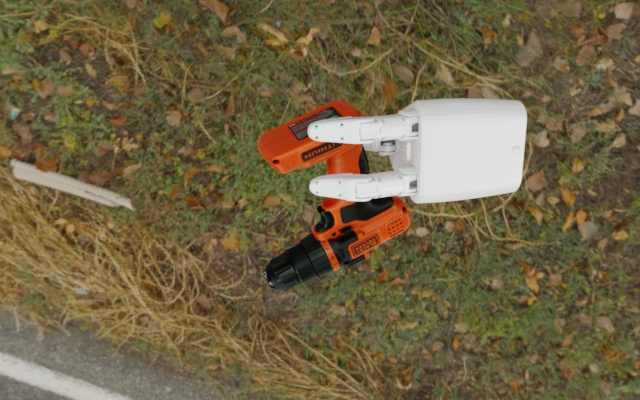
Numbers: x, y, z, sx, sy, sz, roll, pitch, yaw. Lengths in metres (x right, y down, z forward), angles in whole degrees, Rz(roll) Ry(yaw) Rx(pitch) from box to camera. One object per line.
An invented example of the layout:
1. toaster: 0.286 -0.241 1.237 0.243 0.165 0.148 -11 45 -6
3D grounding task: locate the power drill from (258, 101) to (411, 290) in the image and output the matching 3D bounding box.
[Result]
1. power drill: 0.000 0.001 0.516 0.184 0.188 0.057 -28 41 -8
